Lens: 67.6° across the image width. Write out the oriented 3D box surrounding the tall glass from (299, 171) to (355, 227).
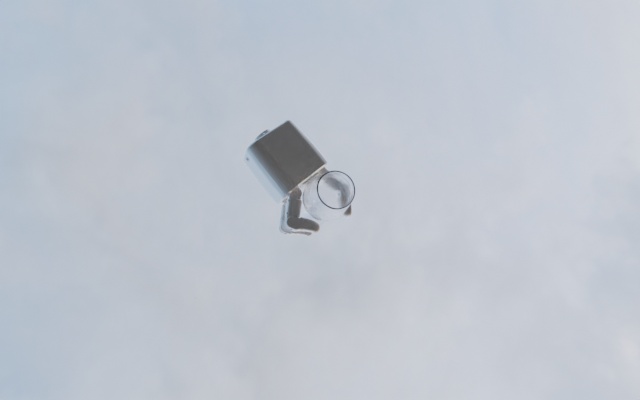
[{"bbox_3d":[0.000,0.003,0.828,0.079,0.079,0.201,0,-11,-15],"label":"tall glass"}]
